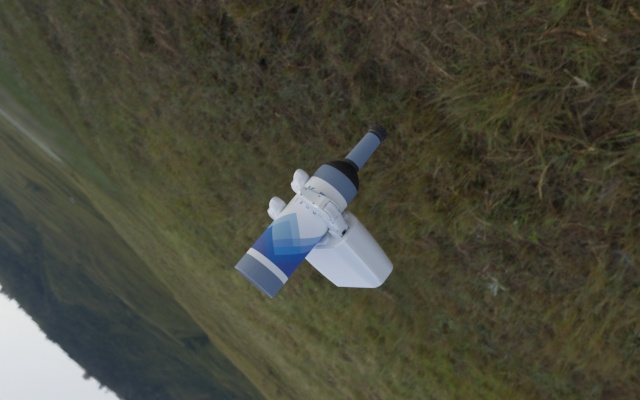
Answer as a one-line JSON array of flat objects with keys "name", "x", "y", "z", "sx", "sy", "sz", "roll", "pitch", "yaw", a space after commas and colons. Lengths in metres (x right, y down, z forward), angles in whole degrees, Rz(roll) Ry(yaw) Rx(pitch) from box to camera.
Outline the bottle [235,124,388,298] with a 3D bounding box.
[{"name": "bottle", "x": 0.000, "y": 0.002, "z": 0.683, "sx": 0.069, "sy": 0.295, "sz": 0.069, "roll": 36, "pitch": -16, "yaw": 12}]
